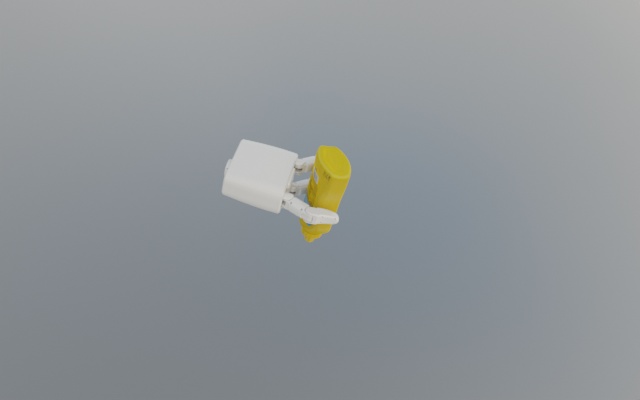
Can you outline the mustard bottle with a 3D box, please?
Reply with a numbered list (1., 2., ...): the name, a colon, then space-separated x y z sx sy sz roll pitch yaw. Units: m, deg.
1. mustard bottle: 0.001 0.003 0.868 0.058 0.192 0.096 2 40 -20
